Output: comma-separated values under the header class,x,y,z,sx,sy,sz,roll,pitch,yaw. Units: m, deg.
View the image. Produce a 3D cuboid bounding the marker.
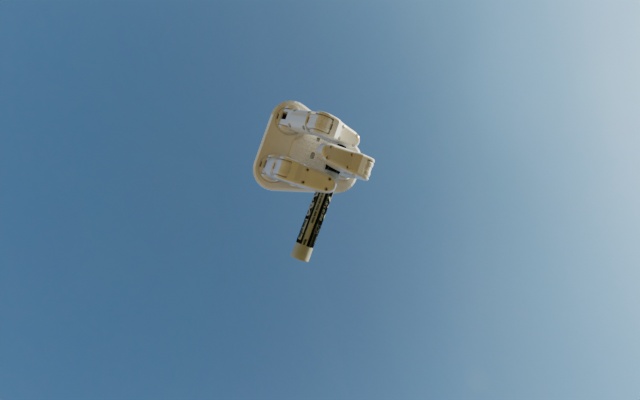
class,x,y,z,sx,sy,sz,roll,pitch,yaw
marker,0.000,0.002,0.474,0.020,0.121,0.020,20,-1,1
